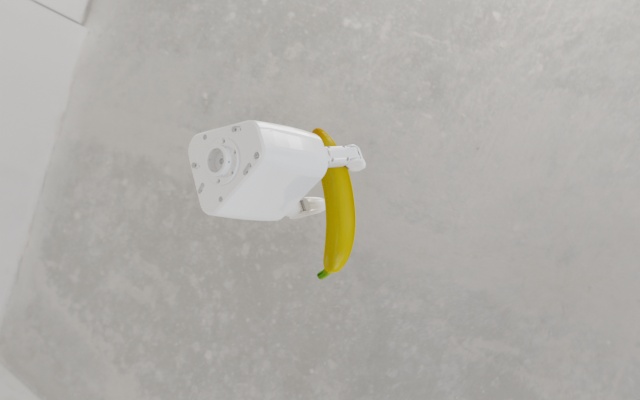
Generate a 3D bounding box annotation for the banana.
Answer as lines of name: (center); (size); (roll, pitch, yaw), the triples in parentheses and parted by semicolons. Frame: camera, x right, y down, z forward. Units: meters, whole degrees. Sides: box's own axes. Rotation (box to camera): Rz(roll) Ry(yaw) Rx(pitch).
banana: (0.014, 0.006, 0.598); (0.069, 0.198, 0.037); (1, 3, 42)
